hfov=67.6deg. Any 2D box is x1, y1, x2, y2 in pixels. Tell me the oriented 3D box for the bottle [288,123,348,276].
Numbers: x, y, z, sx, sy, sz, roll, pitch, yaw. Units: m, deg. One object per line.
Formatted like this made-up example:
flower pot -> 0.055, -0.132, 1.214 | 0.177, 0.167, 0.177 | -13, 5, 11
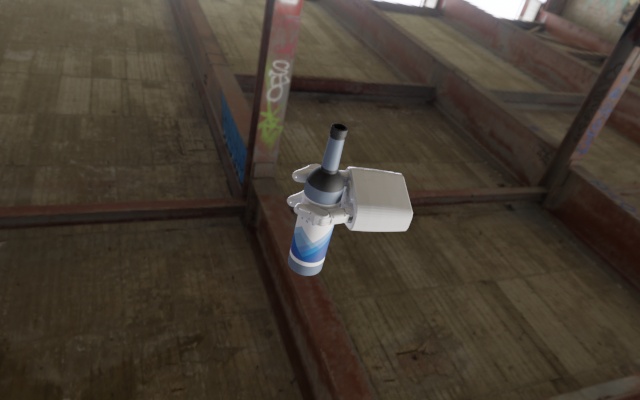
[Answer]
bottle -> 0.000, 0.003, 0.830 | 0.069, 0.296, 0.069 | 10, 35, -7
